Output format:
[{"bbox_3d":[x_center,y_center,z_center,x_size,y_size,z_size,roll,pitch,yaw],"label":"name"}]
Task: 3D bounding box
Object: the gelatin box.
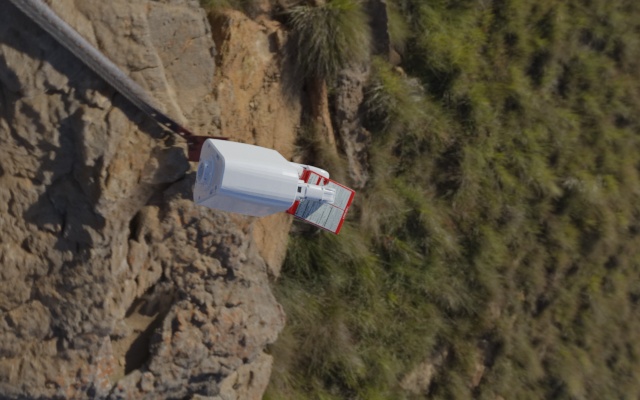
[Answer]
[{"bbox_3d":[0.001,0.003,0.732,0.089,0.073,0.030,25,-5,-27],"label":"gelatin box"}]
